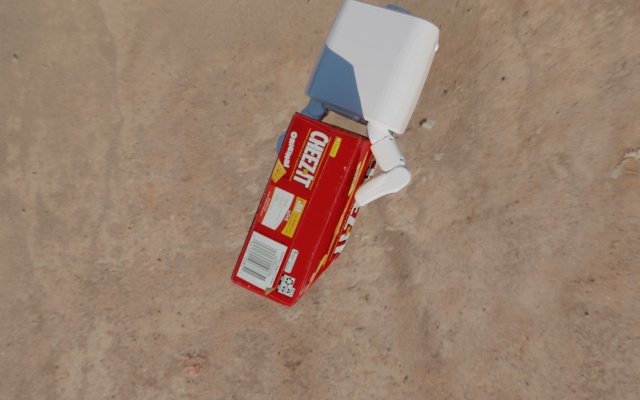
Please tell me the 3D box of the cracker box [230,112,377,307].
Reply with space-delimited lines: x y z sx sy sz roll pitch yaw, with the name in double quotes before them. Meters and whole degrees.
"cracker box" 0.000 0.002 0.509 0.072 0.164 0.213 23 10 10
